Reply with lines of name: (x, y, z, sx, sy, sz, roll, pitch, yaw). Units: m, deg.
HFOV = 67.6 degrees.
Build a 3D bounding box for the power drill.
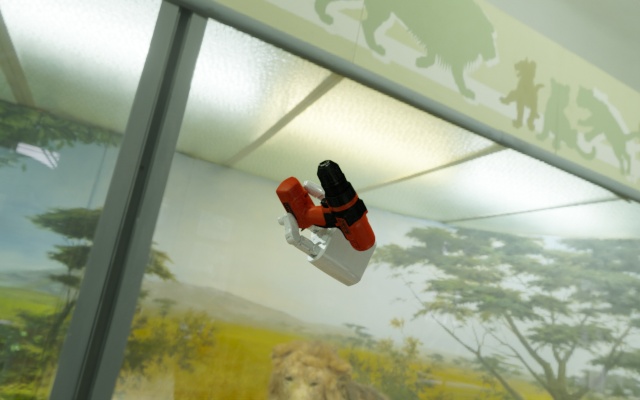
power drill: (0.000, 0.003, 0.860, 0.057, 0.184, 0.187, -41, 30, -26)
